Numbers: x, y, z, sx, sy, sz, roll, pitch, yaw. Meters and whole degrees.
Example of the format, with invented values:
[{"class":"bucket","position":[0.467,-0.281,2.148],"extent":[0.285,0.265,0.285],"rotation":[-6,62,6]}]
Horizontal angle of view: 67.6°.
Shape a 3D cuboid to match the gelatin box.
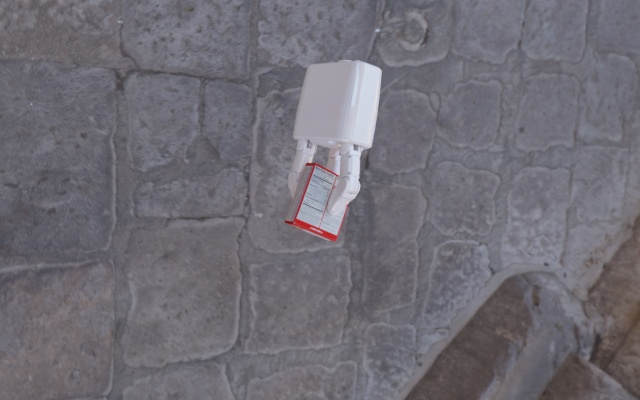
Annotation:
[{"class":"gelatin box","position":[0.000,0.002,0.653],"extent":[0.073,0.089,0.030],"rotation":[25,-12,-30]}]
